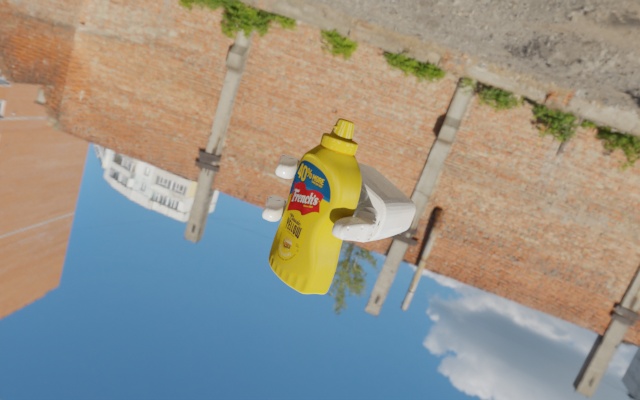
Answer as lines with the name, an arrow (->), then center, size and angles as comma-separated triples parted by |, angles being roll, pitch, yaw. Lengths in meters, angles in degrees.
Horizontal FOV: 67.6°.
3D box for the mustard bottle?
mustard bottle -> 0.000, 0.002, 0.539 | 0.058, 0.192, 0.096 | 9, 16, -34
